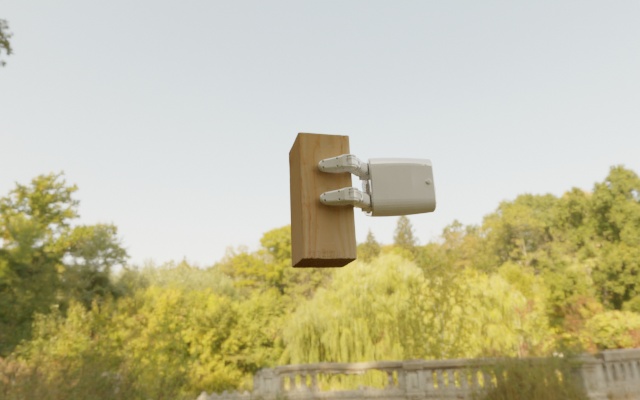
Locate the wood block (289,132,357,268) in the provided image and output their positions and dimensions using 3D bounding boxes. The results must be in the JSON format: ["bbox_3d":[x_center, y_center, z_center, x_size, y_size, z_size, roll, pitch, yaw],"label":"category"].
[{"bbox_3d":[0.000,0.003,0.790,0.090,0.206,0.091,2,-18,-13],"label":"wood block"}]
